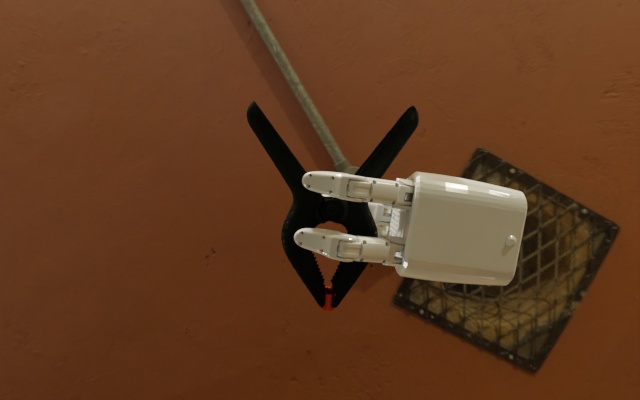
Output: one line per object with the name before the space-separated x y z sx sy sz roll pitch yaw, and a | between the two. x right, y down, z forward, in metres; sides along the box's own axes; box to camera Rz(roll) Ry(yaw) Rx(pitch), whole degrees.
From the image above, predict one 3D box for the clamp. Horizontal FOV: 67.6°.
clamp | 0.000 0.002 0.470 0.164 0.210 0.036 8 6 -1
